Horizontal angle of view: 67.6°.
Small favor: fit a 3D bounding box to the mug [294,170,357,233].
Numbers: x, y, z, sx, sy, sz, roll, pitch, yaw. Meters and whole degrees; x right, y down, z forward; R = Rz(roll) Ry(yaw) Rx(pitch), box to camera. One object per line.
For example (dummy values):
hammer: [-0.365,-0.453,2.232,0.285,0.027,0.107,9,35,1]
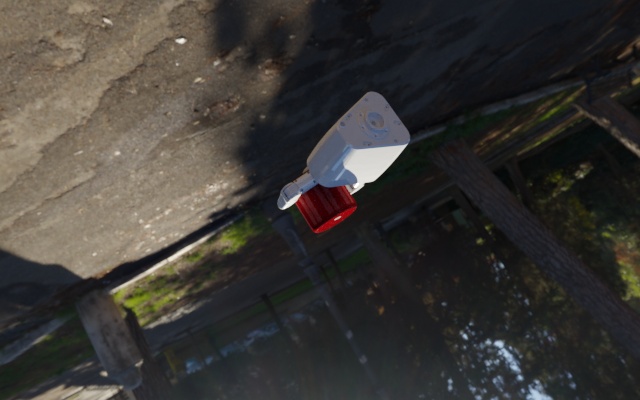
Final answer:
mug: [0.000,0.003,0.766,0.093,0.081,0.117,-26,-13,-29]
